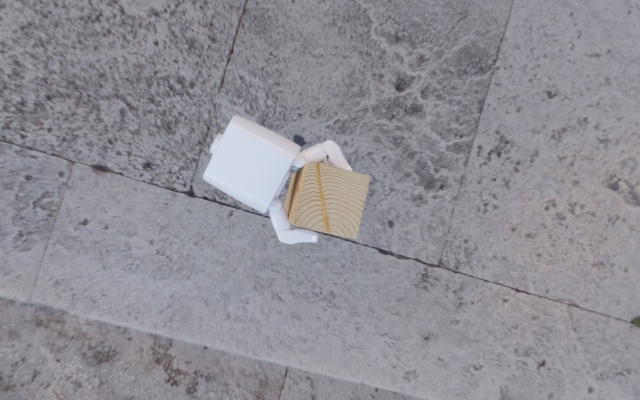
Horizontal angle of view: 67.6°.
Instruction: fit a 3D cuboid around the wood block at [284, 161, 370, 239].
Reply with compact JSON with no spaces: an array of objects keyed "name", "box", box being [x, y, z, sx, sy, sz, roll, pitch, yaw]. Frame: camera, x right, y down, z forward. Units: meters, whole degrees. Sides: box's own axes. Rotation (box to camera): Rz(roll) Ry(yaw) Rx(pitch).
[{"name":"wood block","box":[0.000,0.003,0.740,0.090,0.091,0.206,14,-4,-9]}]
